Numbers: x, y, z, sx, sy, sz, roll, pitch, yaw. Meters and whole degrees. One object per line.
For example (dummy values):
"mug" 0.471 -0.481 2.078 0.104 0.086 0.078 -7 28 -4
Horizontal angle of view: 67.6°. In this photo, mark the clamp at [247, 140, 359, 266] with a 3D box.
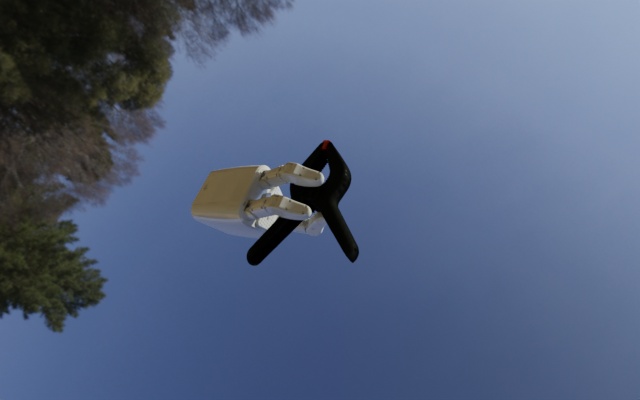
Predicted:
"clamp" 0.000 0.002 0.661 0.164 0.210 0.036 1 -35 32
